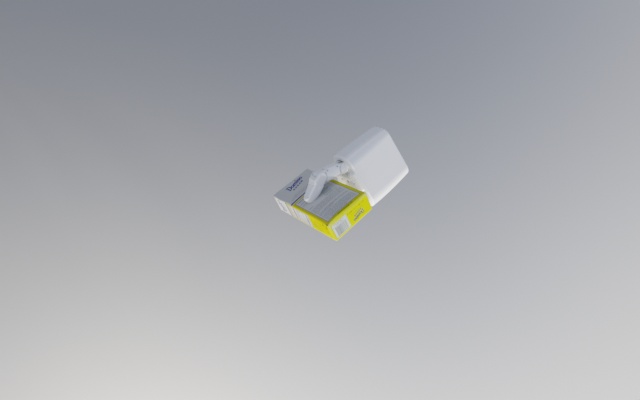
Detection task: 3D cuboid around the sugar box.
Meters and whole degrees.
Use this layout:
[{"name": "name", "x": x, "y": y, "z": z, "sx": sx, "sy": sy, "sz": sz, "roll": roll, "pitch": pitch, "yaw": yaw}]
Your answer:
[{"name": "sugar box", "x": 0.001, "y": 0.003, "z": 0.878, "sx": 0.093, "sy": 0.048, "sz": 0.176, "roll": -40, "pitch": 35, "yaw": -19}]
